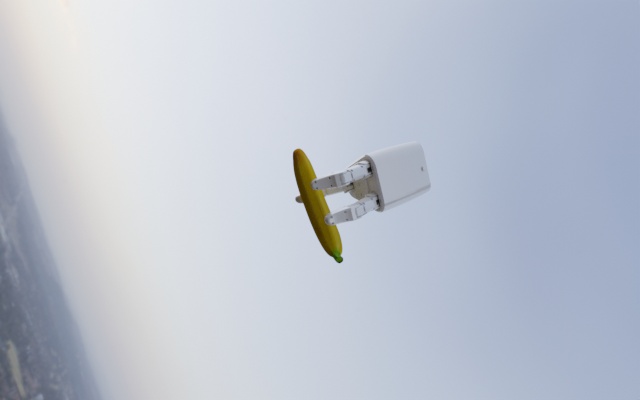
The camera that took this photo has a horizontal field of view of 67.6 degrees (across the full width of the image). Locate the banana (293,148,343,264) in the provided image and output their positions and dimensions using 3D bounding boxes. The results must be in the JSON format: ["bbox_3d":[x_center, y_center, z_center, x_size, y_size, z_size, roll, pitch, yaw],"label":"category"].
[{"bbox_3d":[-0.002,0.011,0.778,0.037,0.197,0.070,-19,-13,-17],"label":"banana"}]
